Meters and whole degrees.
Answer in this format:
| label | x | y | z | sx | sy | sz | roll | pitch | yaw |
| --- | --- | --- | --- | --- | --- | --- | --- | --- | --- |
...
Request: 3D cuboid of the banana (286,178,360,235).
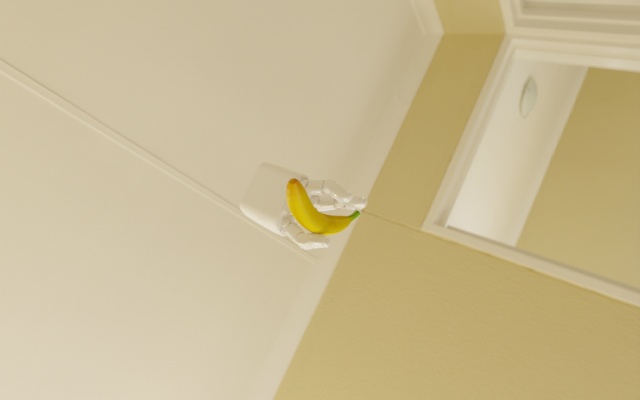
| label | x | y | z | sx | sy | sz | roll | pitch | yaw |
| --- | --- | --- | --- | --- | --- | --- | --- | --- | --- |
| banana | -0.006 | 0.020 | 0.800 | 0.037 | 0.069 | 0.198 | 26 | 0 | 38 |
